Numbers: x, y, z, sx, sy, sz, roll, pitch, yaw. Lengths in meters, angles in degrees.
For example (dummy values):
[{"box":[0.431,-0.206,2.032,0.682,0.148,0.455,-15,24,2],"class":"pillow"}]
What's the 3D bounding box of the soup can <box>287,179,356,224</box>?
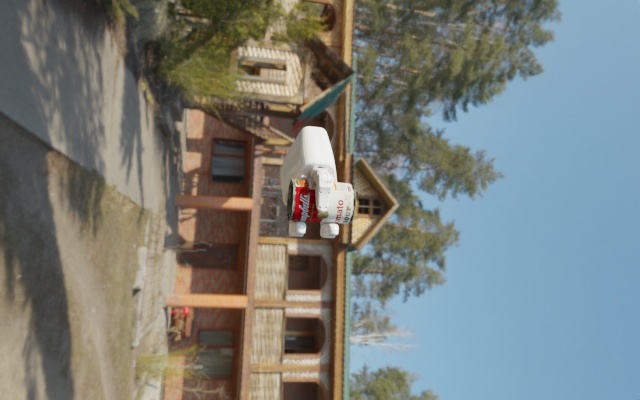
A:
[{"box":[0.000,0.003,0.782,0.102,0.068,0.068,4,-1,-12],"class":"soup can"}]
